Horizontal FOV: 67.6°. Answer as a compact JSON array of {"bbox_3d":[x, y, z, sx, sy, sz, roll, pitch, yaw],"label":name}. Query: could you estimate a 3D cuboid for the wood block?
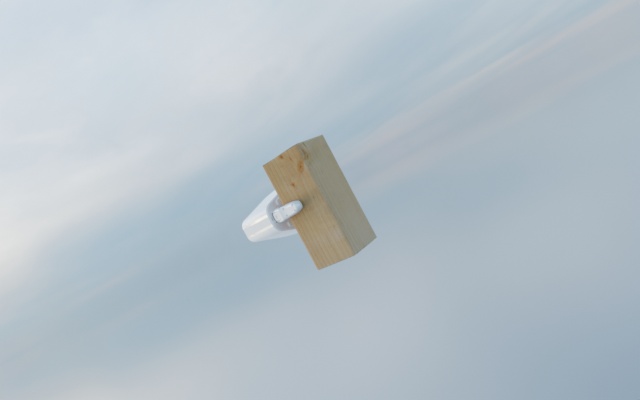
[{"bbox_3d":[0.000,0.003,0.834,0.090,0.206,0.091,-28,1,36],"label":"wood block"}]
